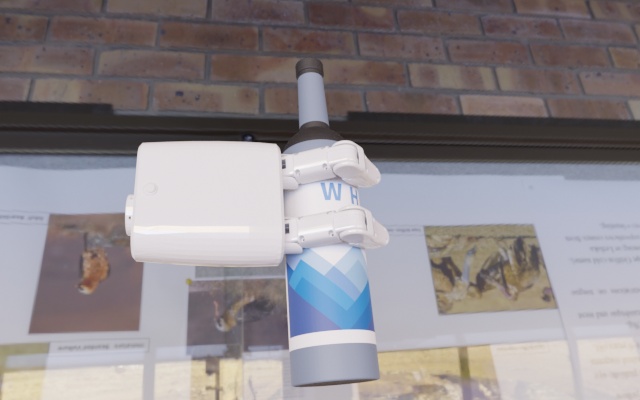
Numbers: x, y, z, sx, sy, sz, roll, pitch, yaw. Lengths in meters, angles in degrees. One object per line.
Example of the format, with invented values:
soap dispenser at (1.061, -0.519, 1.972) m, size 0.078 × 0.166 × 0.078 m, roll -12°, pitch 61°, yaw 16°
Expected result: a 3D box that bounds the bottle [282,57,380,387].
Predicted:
bottle at (0.000, 0.002, 0.413) m, size 0.069 × 0.295 × 0.069 m, roll -4°, pitch -24°, yaw -2°
